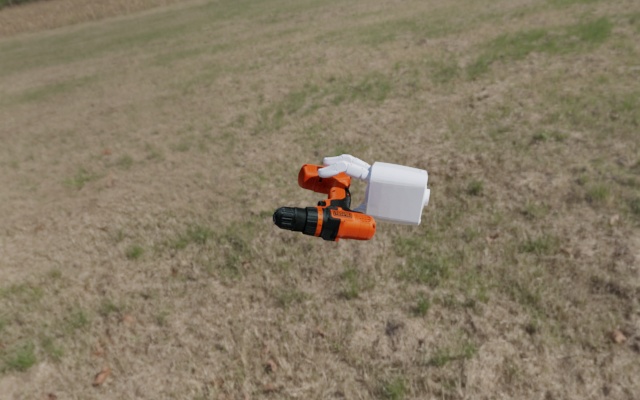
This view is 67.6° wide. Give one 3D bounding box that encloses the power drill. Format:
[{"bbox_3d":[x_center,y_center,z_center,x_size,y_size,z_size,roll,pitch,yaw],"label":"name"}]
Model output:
[{"bbox_3d":[0.000,0.003,0.899,0.184,0.057,0.187,9,34,-13],"label":"power drill"}]
